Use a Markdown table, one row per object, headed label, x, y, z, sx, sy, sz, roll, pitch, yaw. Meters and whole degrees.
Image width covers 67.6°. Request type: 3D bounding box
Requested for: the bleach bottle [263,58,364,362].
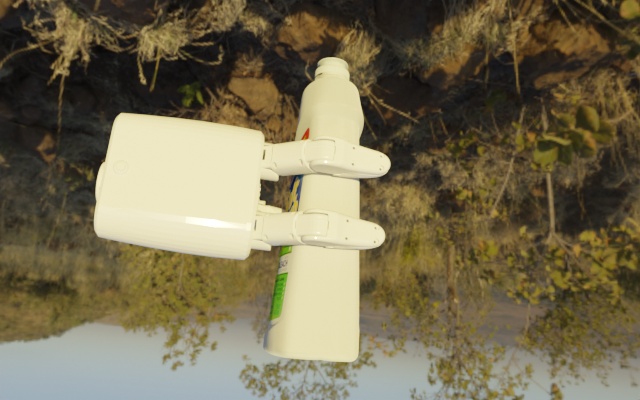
| label | x | y | z | sx | sy | sz | roll | pitch | yaw |
| --- | --- | --- | --- | --- | --- | --- | --- | --- | --- |
| bleach bottle | 0.000 | 0.001 | 0.404 | 0.068 | 0.250 | 0.102 | 8 | -16 | -11 |
